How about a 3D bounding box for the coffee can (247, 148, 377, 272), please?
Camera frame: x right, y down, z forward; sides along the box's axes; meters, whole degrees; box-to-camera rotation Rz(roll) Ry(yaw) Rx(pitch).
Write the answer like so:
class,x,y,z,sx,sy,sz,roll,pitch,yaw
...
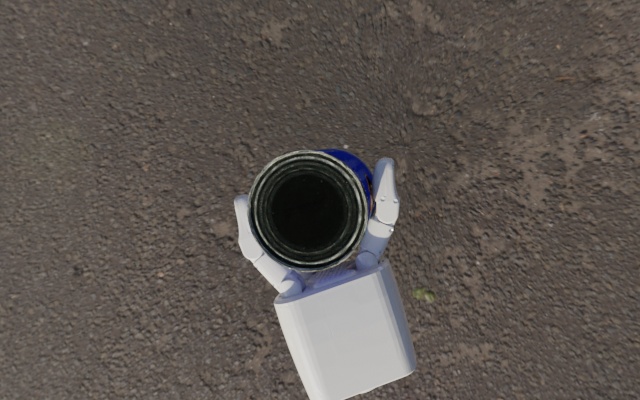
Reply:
class,x,y,z,sx,sy,sz,roll,pitch,yaw
coffee can,0.000,0.001,0.460,0.103,0.103,0.140,0,6,10
